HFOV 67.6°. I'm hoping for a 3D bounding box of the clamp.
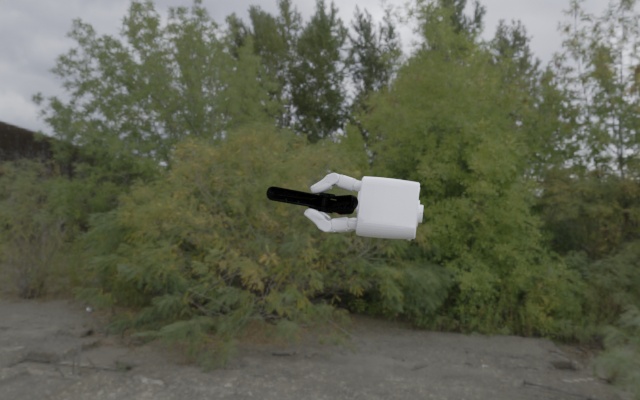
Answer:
[{"bbox_3d":[0.001,0.002,0.898,0.164,0.036,0.210,8,-4,12],"label":"clamp"}]
